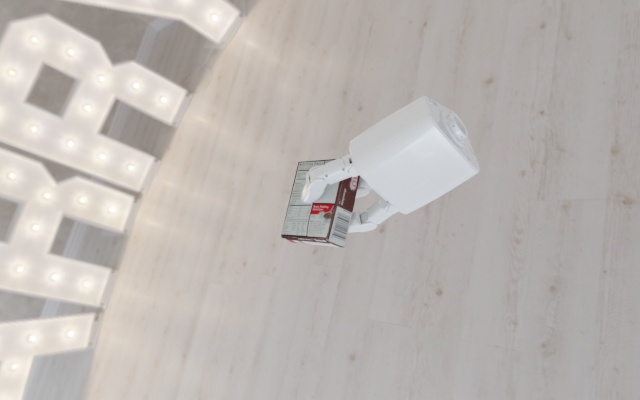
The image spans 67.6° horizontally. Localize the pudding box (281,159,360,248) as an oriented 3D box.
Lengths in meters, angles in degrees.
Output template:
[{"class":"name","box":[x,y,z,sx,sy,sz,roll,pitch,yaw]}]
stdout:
[{"class":"pudding box","box":[0.000,0.002,0.634,0.090,0.113,0.039,0,-20,44]}]
